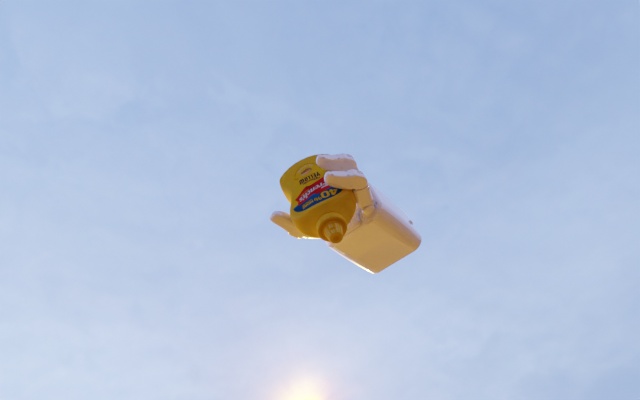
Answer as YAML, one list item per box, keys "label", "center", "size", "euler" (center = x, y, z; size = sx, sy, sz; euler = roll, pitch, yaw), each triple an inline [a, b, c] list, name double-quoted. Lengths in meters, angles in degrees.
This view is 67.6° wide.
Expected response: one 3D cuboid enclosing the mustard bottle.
- label: "mustard bottle"
  center: [0.000, 0.002, 0.695]
  size: [0.096, 0.058, 0.191]
  euler: [-25, 33, 1]
